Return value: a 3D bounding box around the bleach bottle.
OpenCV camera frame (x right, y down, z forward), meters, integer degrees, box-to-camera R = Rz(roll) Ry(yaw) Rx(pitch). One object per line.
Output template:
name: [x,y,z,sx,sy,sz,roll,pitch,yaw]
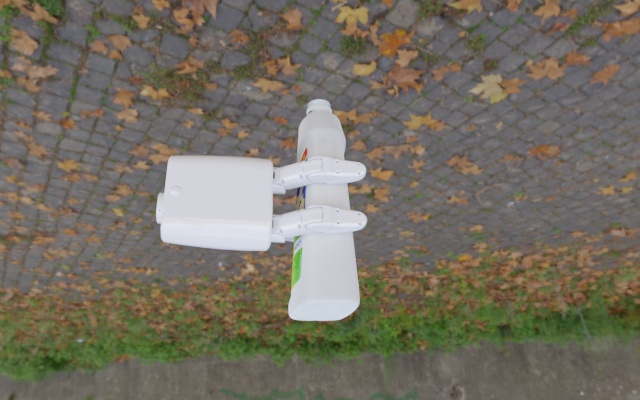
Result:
bleach bottle: [0.000,0.002,0.544,0.068,0.250,0.103,3,-24,-11]
